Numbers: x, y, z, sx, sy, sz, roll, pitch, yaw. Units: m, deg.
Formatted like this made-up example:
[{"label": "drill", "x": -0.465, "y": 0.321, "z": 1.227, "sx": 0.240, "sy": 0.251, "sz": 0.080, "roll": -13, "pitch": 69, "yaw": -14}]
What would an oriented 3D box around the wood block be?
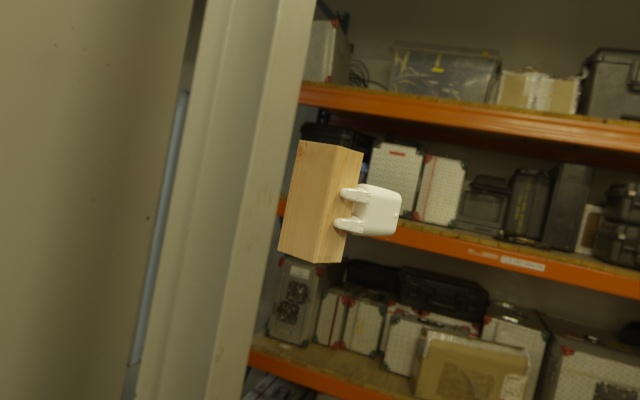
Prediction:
[{"label": "wood block", "x": 0.000, "y": 0.003, "z": 0.875, "sx": 0.091, "sy": 0.206, "sz": 0.090, "roll": 14, "pitch": 4, "yaw": 37}]
